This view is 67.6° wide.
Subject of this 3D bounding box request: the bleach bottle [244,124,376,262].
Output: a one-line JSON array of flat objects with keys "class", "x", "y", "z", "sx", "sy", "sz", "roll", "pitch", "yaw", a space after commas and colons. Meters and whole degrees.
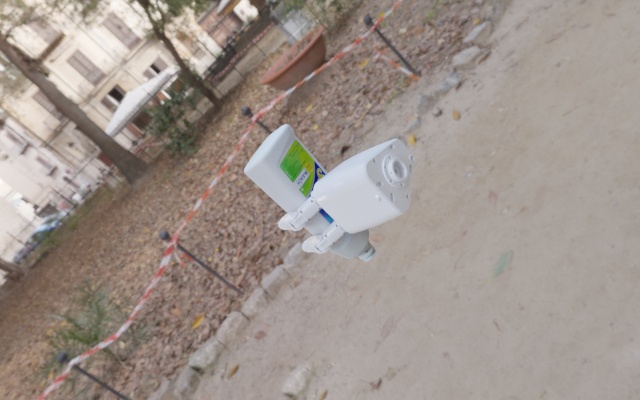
[{"class": "bleach bottle", "x": 0.000, "y": 0.003, "z": 0.760, "sx": 0.251, "sy": 0.102, "sz": 0.068, "roll": 44, "pitch": -41, "yaw": -19}]
